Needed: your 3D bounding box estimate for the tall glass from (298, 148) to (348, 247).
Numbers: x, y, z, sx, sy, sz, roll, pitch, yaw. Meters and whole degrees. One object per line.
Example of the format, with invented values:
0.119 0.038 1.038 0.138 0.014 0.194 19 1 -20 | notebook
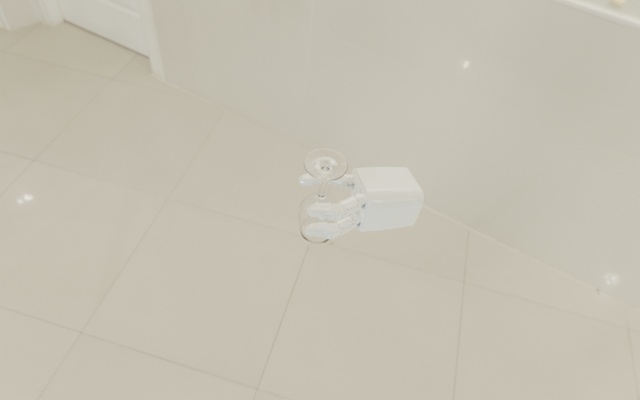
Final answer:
0.000 0.002 0.868 0.079 0.079 0.201 0 -40 -7 | tall glass
